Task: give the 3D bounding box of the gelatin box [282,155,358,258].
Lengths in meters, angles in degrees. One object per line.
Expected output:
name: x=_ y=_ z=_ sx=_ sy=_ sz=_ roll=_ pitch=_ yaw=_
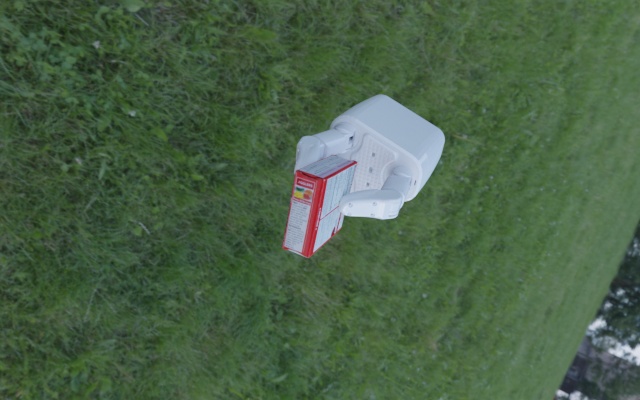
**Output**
gelatin box: x=0.000 y=0.002 z=0.438 sx=0.030 sy=0.073 sz=0.089 roll=18 pitch=21 yaw=17
